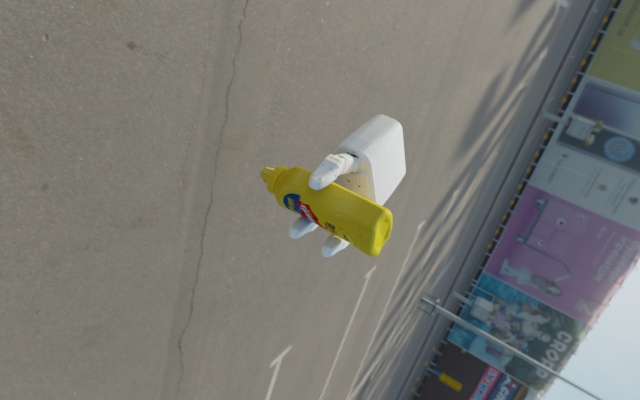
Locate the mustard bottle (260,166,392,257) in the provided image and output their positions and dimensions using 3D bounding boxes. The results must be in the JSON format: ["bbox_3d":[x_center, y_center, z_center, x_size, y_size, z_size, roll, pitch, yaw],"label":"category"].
[{"bbox_3d":[0.000,0.002,0.635,0.191,0.058,0.096,28,-16,21],"label":"mustard bottle"}]
